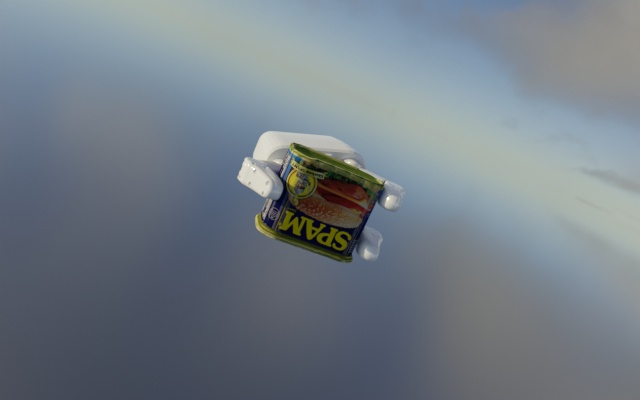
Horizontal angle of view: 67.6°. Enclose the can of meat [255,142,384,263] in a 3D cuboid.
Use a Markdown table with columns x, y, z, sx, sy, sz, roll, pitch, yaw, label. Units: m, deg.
| x | y | z | sx | sy | sz | roll | pitch | yaw | label |
| --- | --- | --- | --- | --- | --- | --- | --- | --- | --- |
| 0.000 | 0.001 | 0.461 | 0.102 | 0.084 | 0.057 | 21 | 13 | -15 | can of meat |
